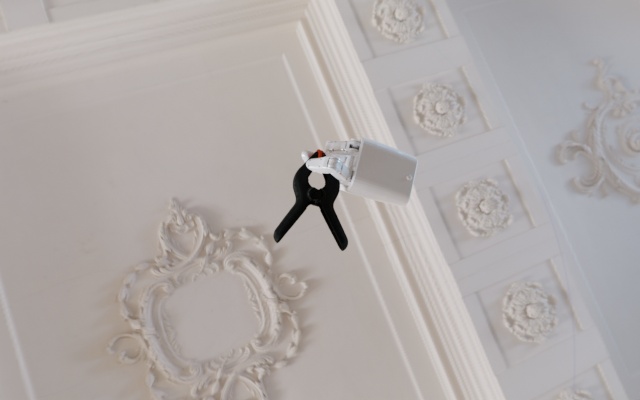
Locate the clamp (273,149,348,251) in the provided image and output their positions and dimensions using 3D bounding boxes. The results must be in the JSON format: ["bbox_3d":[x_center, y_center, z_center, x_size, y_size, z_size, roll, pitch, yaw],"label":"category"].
[{"bbox_3d":[0.000,0.003,0.789,0.120,0.171,0.039,18,-16,-10],"label":"clamp"}]
